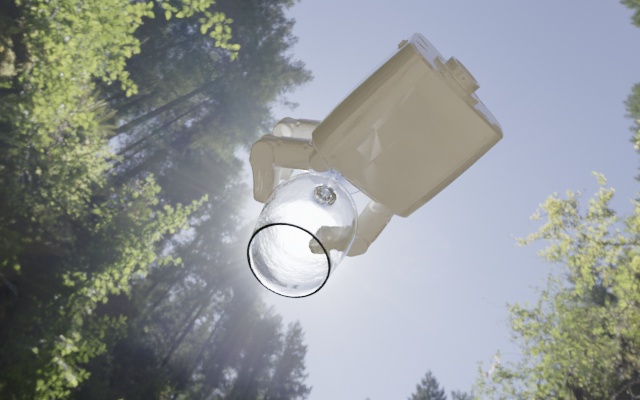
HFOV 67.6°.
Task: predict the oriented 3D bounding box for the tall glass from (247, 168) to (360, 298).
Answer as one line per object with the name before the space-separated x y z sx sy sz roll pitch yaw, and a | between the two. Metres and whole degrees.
tall glass | 0.000 0.001 0.421 0.079 0.079 0.201 0 25 15
